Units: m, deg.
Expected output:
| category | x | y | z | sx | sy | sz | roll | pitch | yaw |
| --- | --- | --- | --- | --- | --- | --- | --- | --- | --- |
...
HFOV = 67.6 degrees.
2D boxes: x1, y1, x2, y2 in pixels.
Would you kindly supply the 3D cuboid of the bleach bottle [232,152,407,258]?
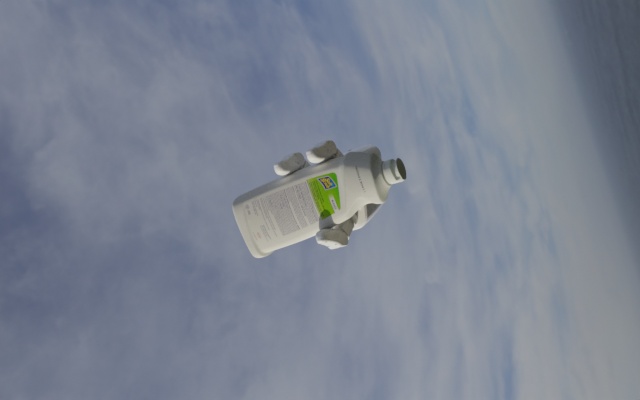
| category | x | y | z | sx | sy | sz | roll | pitch | yaw |
| --- | --- | --- | --- | --- | --- | --- | --- | --- | --- |
| bleach bottle | 0.000 | 0.002 | 0.654 | 0.251 | 0.102 | 0.068 | -18 | 10 | 29 |
